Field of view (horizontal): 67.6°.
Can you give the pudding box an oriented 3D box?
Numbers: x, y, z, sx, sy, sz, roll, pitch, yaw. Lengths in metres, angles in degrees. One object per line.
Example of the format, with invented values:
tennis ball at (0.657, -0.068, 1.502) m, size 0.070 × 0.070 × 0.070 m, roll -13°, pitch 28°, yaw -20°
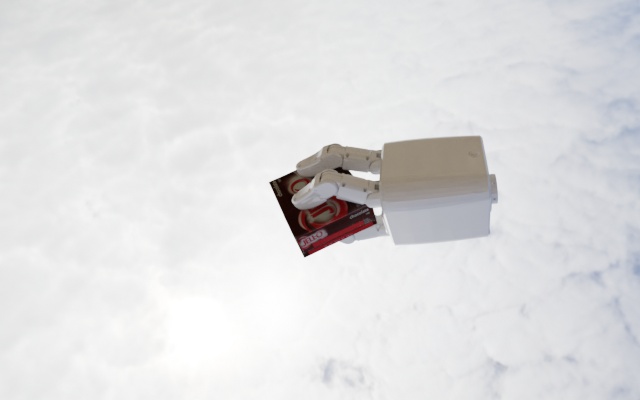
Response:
pudding box at (0.000, 0.002, 0.542) m, size 0.090 × 0.039 × 0.113 m, roll -24°, pitch 38°, yaw -5°
